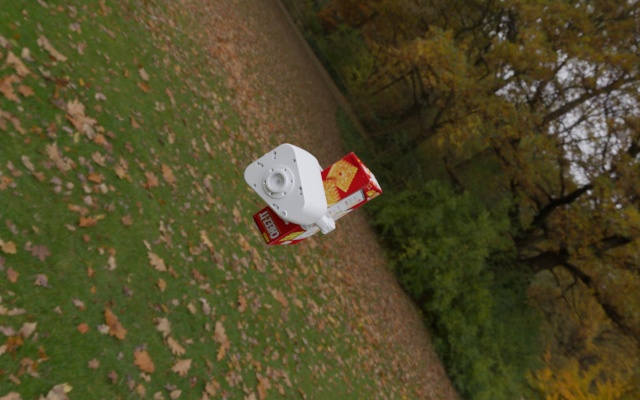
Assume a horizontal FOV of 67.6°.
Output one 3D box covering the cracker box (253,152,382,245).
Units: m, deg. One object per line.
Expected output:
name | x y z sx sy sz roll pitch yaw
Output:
cracker box | 0.000 0.003 0.898 0.214 0.072 0.164 -31 -12 10
